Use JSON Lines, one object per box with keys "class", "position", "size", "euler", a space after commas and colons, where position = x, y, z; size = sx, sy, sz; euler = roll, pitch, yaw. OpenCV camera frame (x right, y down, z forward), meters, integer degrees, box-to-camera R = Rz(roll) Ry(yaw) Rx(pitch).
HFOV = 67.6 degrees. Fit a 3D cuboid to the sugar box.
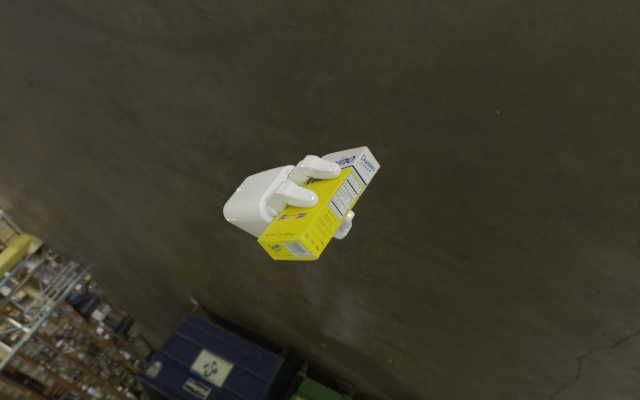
{"class": "sugar box", "position": [0.000, 0.002, 0.648], "size": [0.093, 0.176, 0.048], "euler": [-7, -49, 48]}
